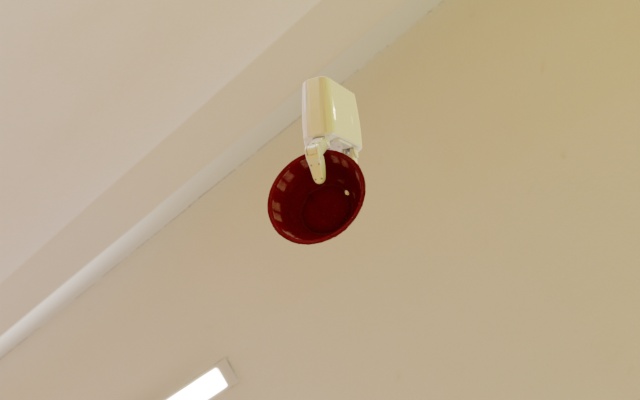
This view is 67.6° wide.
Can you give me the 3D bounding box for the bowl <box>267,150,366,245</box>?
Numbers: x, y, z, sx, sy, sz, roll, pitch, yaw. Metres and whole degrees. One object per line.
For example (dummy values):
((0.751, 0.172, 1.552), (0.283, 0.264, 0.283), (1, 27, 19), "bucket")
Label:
((0.000, 0.004, 0.752), (0.162, 0.162, 0.055), (0, -25, 23), "bowl")
